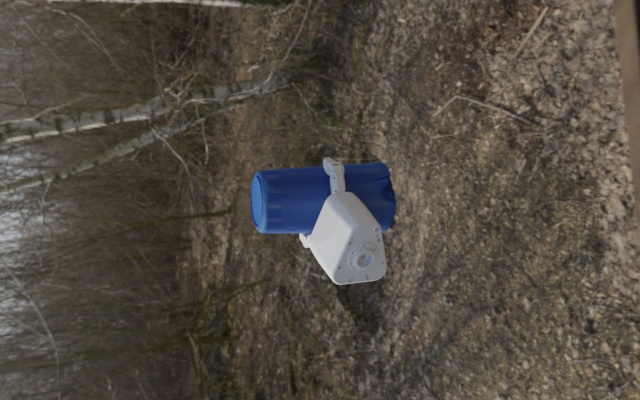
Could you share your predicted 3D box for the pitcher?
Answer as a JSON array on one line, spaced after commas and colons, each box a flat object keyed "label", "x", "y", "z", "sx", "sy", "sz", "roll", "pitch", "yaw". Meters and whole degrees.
[{"label": "pitcher", "x": 0.000, "y": 0.003, "z": 0.866, "sx": 0.243, "sy": 0.149, "sz": 0.145, "roll": -2, "pitch": 26, "yaw": -20}]
